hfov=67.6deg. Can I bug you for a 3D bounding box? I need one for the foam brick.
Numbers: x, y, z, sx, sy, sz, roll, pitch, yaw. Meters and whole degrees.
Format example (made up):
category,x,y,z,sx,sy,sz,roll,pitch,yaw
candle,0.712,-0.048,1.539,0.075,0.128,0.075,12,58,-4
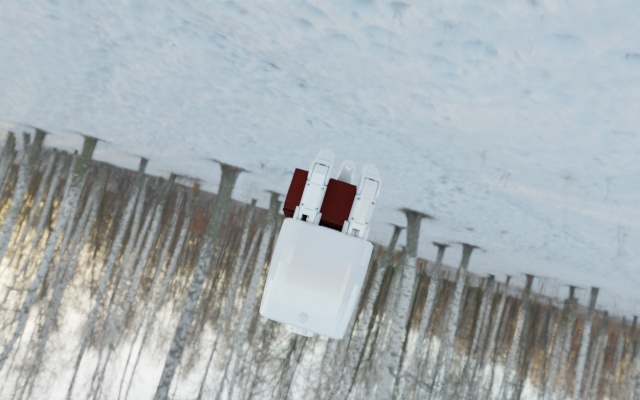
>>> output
category,x,y,z,sx,sy,sz,roll,pitch,yaw
foam brick,0.000,0.002,0.550,0.078,0.051,0.053,17,-10,2
